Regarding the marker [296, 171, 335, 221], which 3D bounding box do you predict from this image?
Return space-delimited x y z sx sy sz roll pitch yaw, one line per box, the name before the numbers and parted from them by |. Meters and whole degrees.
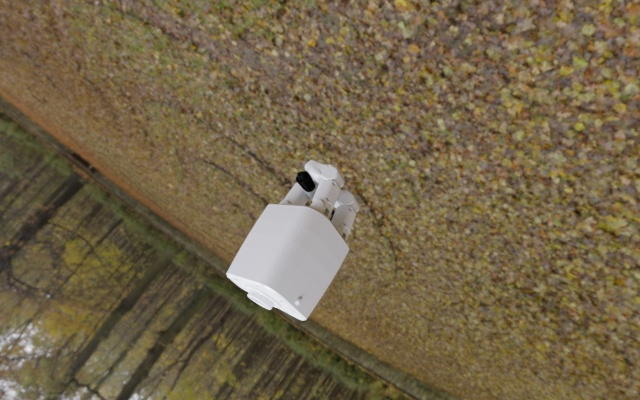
marker | 0.000 0.002 0.635 0.020 0.020 0.121 0 -35 31
